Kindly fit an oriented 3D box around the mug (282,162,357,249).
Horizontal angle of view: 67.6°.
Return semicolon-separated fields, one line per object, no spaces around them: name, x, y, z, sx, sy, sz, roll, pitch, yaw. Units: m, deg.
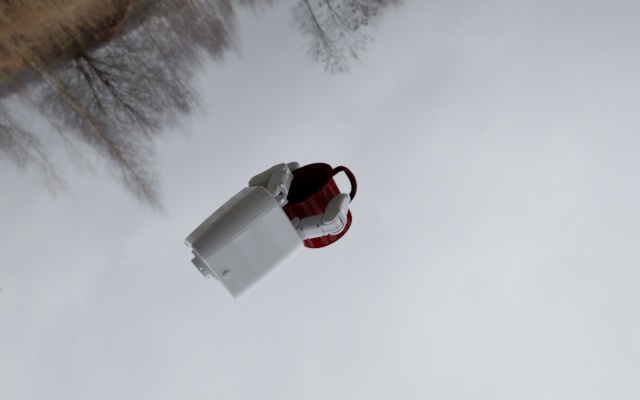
mug;0.001;0.001;0.636;0.117;0.081;0.093;-38;30;-15
